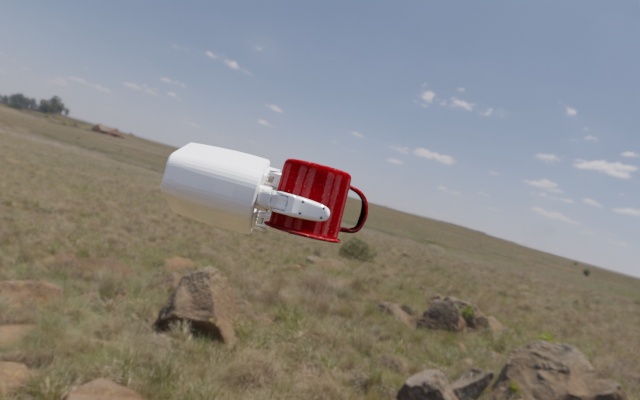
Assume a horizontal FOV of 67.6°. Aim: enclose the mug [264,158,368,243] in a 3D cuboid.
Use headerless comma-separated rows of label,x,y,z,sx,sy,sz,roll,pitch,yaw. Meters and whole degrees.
mug,0.002,0.002,0.562,0.117,0.081,0.093,14,0,-5
